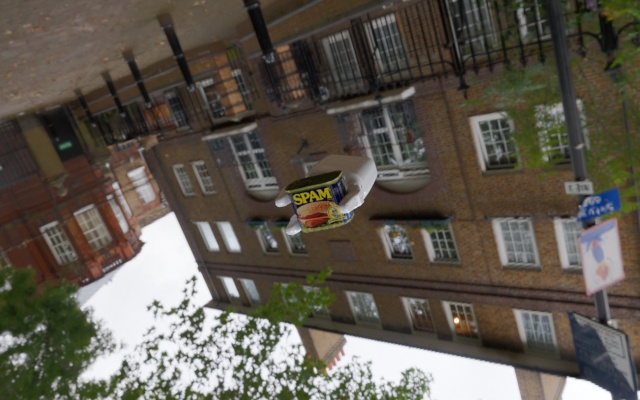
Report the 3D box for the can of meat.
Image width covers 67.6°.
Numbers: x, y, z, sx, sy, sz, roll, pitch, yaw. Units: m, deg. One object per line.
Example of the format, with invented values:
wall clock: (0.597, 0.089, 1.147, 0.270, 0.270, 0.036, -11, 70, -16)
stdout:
can of meat: (0.000, 0.003, 0.831, 0.102, 0.084, 0.057, -12, 19, 22)
